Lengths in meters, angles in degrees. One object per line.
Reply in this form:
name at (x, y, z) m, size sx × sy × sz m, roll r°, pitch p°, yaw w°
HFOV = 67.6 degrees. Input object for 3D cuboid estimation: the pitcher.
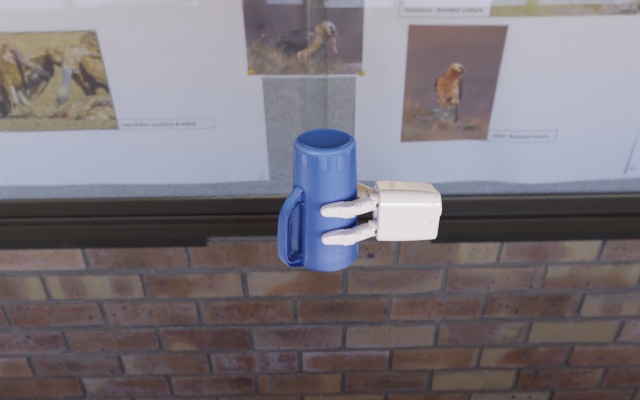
pitcher at (0.000, 0.003, 0.866) m, size 0.145 × 0.243 × 0.149 m, roll 2°, pitch 30°, yaw 4°
